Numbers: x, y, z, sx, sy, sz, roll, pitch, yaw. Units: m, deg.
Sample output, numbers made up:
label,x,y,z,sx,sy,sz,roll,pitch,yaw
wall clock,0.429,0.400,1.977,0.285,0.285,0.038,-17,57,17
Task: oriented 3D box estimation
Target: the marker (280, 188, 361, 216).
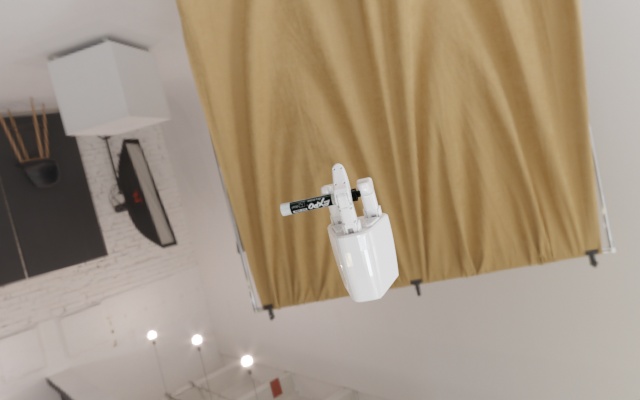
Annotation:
label,x,y,z,sx,sy,sz,roll,pitch,yaw
marker,0.000,0.002,0.702,0.121,0.020,0.020,-12,-3,12
